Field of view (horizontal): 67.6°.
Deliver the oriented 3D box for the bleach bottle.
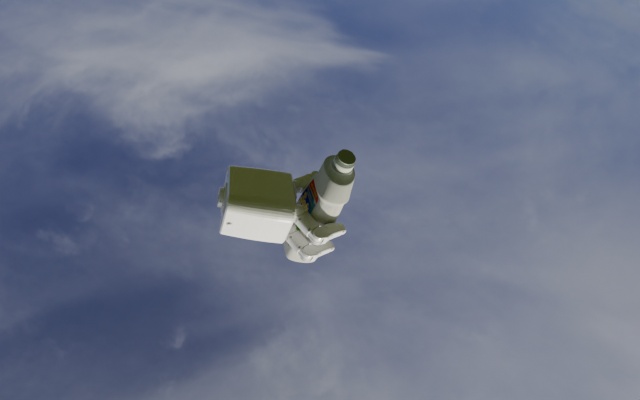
[{"bbox_3d":[0.000,0.003,0.784,0.068,0.102,0.251,9,-38,-15],"label":"bleach bottle"}]
